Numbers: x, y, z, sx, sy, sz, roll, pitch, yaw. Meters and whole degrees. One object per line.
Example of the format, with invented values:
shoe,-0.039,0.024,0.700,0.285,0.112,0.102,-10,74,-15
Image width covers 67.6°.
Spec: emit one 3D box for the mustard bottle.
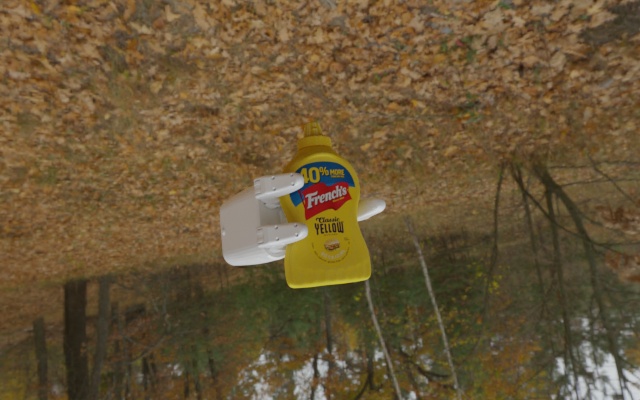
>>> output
mustard bottle,0.000,0.002,0.557,0.096,0.191,0.058,-4,-11,-15
